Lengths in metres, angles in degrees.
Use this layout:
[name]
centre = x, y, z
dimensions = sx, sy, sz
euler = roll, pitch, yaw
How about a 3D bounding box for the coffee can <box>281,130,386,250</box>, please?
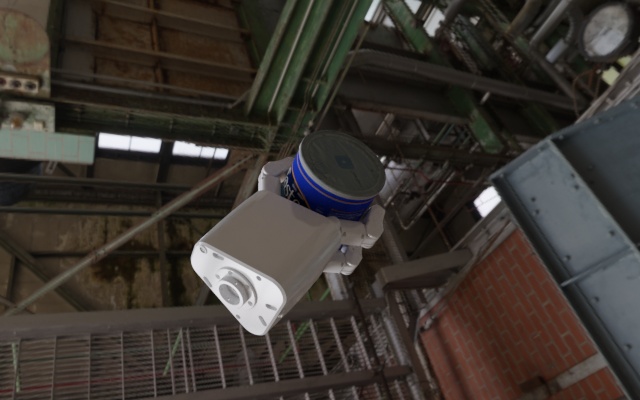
[coffee can]
centre = 0.000, 0.002, 0.568
dimensions = 0.103, 0.102, 0.140
euler = 0, -40, -30
